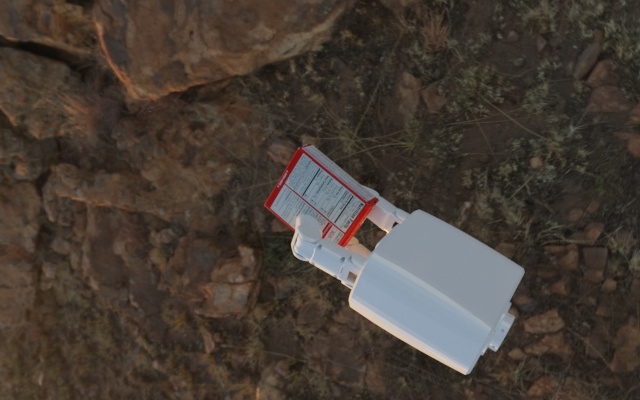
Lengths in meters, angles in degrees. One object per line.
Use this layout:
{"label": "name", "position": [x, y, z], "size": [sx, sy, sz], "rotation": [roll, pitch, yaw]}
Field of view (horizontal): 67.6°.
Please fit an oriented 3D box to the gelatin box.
{"label": "gelatin box", "position": [0.000, 0.001, 0.459], "size": [0.089, 0.073, 0.030], "rotation": [39, 27, 13]}
